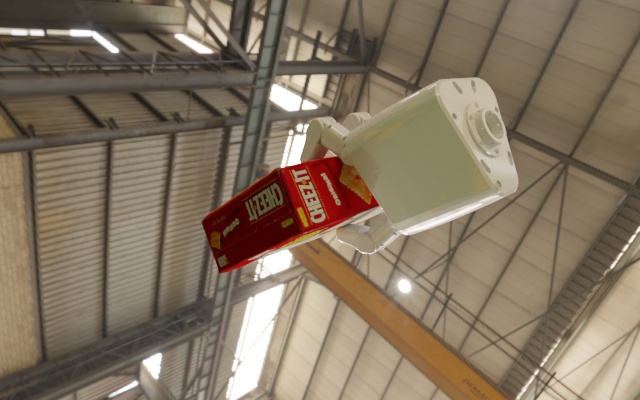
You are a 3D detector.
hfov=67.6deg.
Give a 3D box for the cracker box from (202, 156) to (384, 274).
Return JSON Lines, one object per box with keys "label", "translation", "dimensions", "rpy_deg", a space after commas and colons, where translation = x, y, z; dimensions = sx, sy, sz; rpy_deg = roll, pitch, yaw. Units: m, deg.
{"label": "cracker box", "translation": [0.000, 0.002, 0.536], "dimensions": [0.213, 0.072, 0.164], "rpy_deg": [-16, -9, -43]}
